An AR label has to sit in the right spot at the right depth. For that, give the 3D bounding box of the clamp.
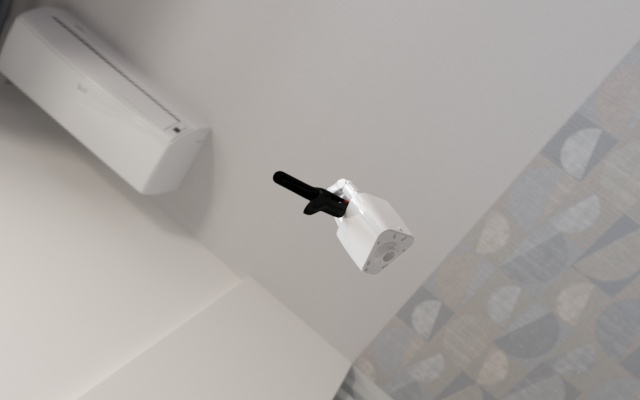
[{"bbox_3d":[0.000,0.003,0.879,0.171,0.039,0.120,18,27,-39],"label":"clamp"}]
